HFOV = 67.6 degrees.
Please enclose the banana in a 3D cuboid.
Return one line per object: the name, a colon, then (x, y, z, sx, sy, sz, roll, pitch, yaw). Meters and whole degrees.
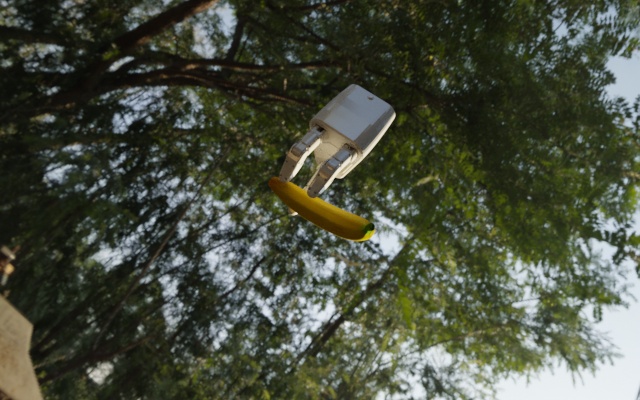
banana: (0.007, 0.016, 0.693, 0.197, 0.037, 0.070, 23, -30, 34)
